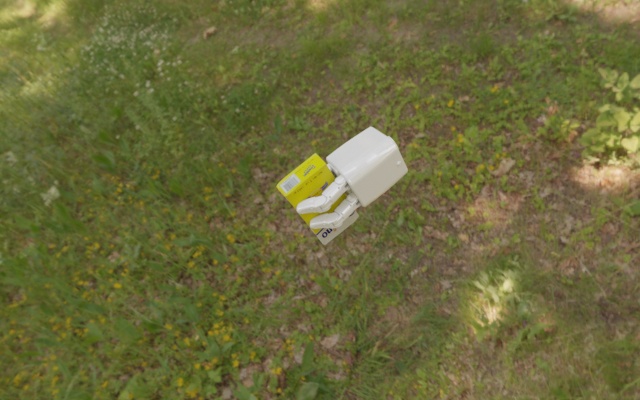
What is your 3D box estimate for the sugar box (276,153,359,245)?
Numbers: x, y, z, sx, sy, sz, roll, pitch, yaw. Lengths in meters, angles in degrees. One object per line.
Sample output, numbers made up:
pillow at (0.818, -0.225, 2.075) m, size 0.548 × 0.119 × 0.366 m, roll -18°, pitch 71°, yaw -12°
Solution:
sugar box at (0.000, 0.003, 0.890) m, size 0.048 × 0.093 × 0.176 m, roll 49°, pitch -3°, yaw 45°
